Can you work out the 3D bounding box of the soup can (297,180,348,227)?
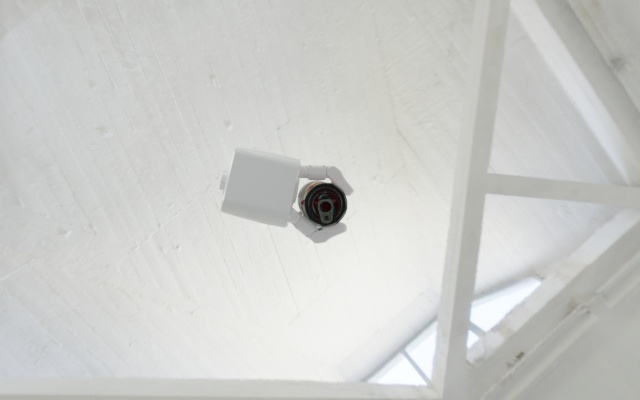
[{"bbox_3d":[0.001,0.002,0.770,0.068,0.068,0.102,0,5,-9],"label":"soup can"}]
